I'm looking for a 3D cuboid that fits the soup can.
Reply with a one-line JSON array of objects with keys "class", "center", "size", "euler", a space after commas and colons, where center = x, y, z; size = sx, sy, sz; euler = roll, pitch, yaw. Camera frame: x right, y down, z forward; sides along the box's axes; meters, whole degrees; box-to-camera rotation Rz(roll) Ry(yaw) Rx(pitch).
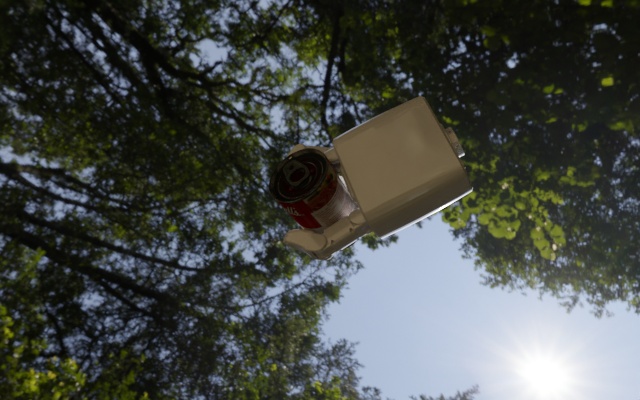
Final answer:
[{"class": "soup can", "center": [0.000, 0.002, 0.514], "size": [0.068, 0.068, 0.102], "euler": [0, -34, 34]}]
